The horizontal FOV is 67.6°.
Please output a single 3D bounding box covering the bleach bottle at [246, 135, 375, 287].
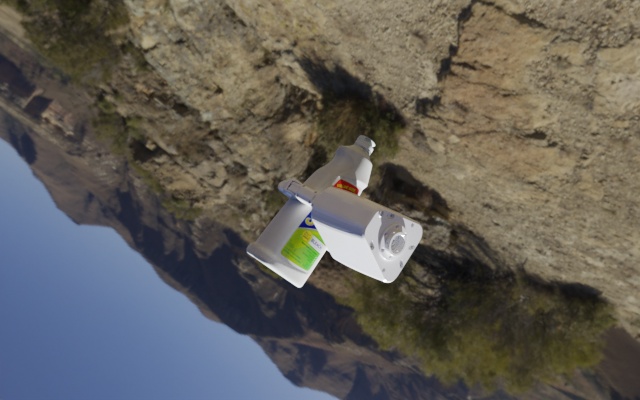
[{"bbox_3d":[0.000,0.002,0.730,0.103,0.251,0.068,42,-13,-37],"label":"bleach bottle"}]
